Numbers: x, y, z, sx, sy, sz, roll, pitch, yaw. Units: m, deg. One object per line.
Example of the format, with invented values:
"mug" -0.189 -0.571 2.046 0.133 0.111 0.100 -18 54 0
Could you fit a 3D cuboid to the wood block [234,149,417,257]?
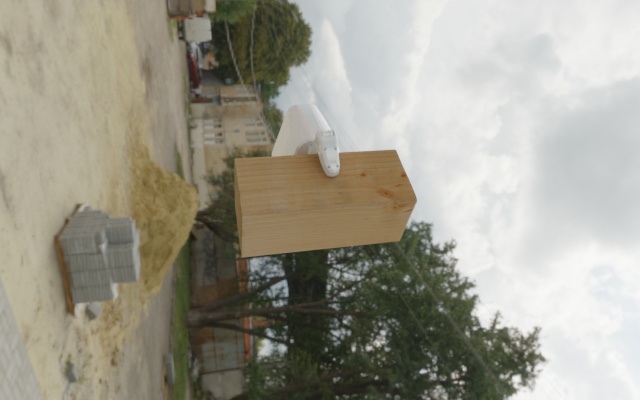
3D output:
"wood block" 0.000 0.001 0.597 0.206 0.090 0.091 -5 -38 -13
